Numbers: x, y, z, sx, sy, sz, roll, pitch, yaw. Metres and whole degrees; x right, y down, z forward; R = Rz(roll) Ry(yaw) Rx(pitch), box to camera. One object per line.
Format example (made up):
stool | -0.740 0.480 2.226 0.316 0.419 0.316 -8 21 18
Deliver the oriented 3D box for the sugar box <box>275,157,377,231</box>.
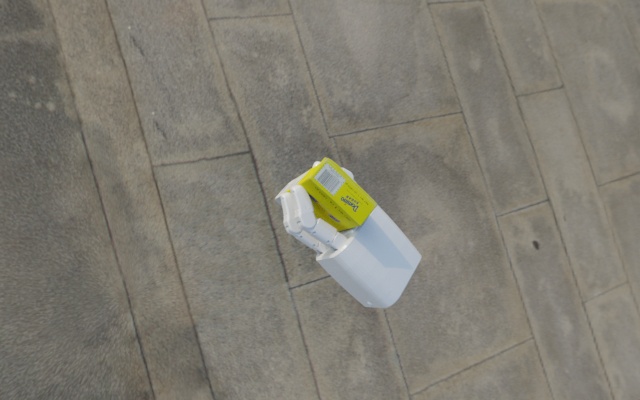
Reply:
sugar box | 0.000 0.003 0.682 0.093 0.048 0.176 44 -23 -8
